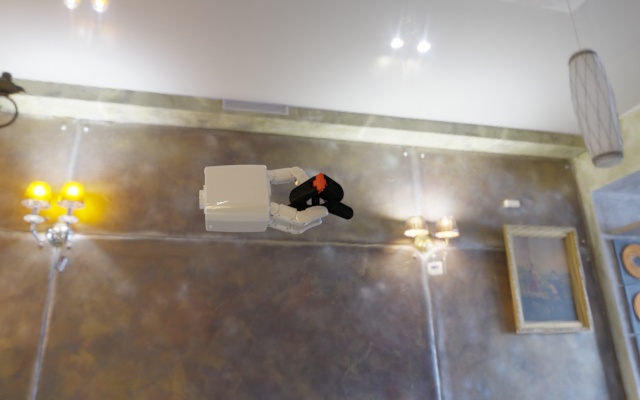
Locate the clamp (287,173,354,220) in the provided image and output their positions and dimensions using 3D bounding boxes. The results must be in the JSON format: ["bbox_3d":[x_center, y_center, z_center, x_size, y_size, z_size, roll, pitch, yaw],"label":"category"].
[{"bbox_3d":[0.000,0.002,0.858,0.164,0.036,0.210,-4,-19,-14],"label":"clamp"}]
